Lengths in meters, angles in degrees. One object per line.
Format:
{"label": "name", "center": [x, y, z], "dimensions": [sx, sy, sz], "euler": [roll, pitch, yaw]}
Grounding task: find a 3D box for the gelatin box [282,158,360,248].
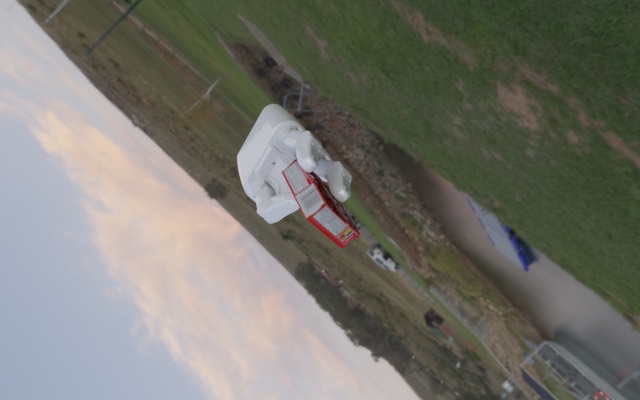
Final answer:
{"label": "gelatin box", "center": [0.000, 0.002, 0.533], "dimensions": [0.073, 0.030, 0.089], "euler": [43, 12, -43]}
